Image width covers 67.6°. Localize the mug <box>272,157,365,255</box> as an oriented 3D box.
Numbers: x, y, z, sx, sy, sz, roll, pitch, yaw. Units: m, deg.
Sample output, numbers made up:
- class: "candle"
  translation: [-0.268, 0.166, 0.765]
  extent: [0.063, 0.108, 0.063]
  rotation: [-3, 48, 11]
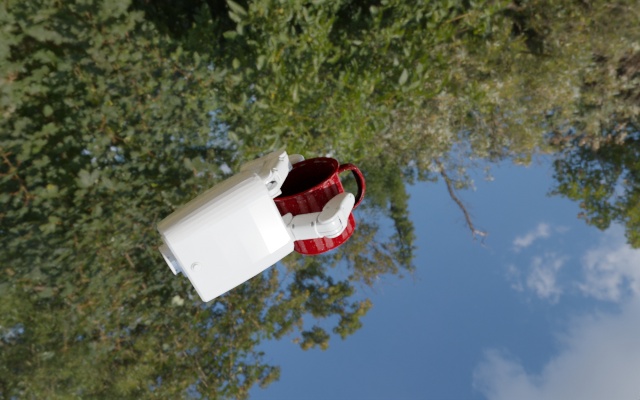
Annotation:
- class: "mug"
  translation: [0.001, 0.001, 0.550]
  extent: [0.117, 0.081, 0.093]
  rotation: [-31, 26, -16]
